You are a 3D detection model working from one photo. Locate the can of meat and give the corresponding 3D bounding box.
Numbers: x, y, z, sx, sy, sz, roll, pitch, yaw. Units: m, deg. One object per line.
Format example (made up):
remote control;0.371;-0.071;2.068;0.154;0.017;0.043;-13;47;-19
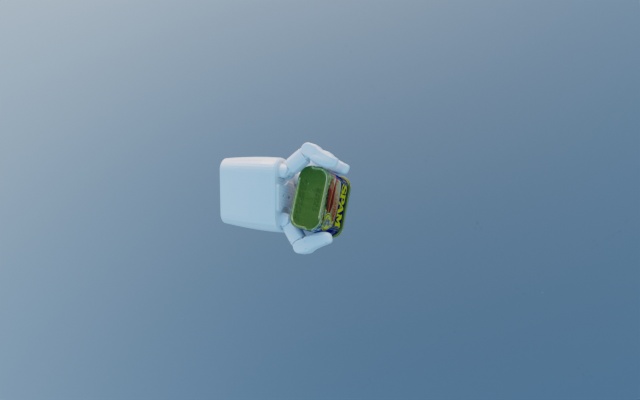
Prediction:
can of meat;0.000;0.002;0.735;0.057;0.102;0.084;8;-6;26
